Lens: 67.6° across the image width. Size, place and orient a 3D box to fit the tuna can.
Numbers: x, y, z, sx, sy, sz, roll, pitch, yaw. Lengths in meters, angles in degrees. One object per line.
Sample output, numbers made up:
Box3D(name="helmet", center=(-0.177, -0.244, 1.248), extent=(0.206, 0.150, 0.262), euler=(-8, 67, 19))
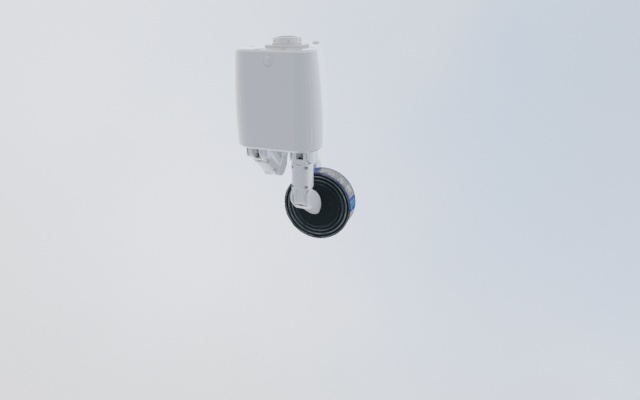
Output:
Box3D(name="tuna can", center=(0.000, 0.002, 0.602), extent=(0.086, 0.086, 0.033), euler=(0, 19, 19))
